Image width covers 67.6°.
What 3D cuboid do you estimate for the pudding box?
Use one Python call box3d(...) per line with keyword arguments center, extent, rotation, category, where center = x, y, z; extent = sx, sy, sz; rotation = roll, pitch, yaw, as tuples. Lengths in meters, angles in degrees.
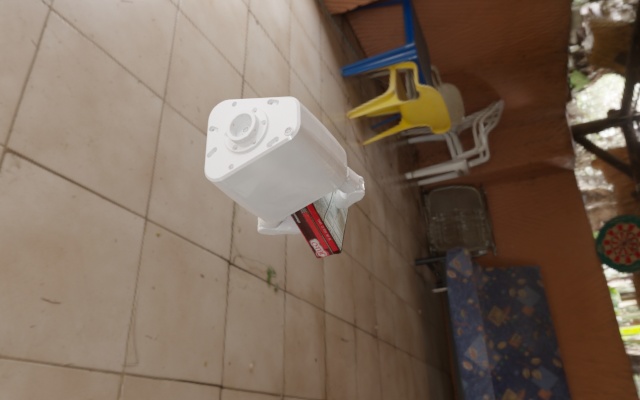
box3d(center=(0.000, 0.002, 0.599), extent=(0.039, 0.090, 0.113), rotation=(-13, 34, 23), category="pudding box")
